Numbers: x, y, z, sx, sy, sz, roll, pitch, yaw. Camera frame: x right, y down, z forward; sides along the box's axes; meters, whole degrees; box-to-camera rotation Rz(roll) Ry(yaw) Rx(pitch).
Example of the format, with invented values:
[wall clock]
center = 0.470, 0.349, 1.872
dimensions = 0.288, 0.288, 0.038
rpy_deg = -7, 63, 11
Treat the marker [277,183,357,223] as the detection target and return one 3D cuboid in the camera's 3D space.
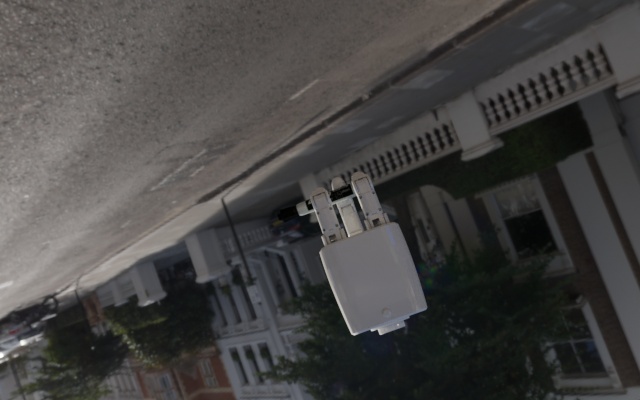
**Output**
[marker]
center = 0.000, 0.002, 0.635
dimensions = 0.121, 0.020, 0.020
rpy_deg = -20, -1, 3
